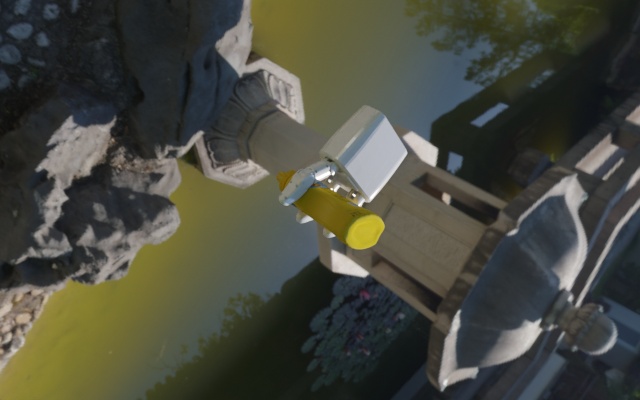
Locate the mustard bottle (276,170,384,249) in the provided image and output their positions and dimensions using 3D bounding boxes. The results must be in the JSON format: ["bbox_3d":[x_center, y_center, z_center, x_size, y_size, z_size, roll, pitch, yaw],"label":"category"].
[{"bbox_3d":[0.000,0.003,0.725,0.191,0.058,0.096,34,12,35],"label":"mustard bottle"}]
